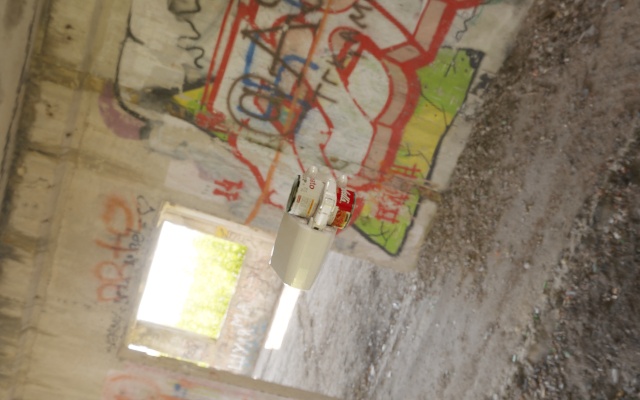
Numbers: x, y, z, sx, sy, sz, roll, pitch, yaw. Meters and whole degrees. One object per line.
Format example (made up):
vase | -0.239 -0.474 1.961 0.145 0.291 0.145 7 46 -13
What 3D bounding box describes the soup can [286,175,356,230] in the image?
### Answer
soup can | 0.000 0.002 0.803 0.102 0.068 0.068 17 -3 -10
